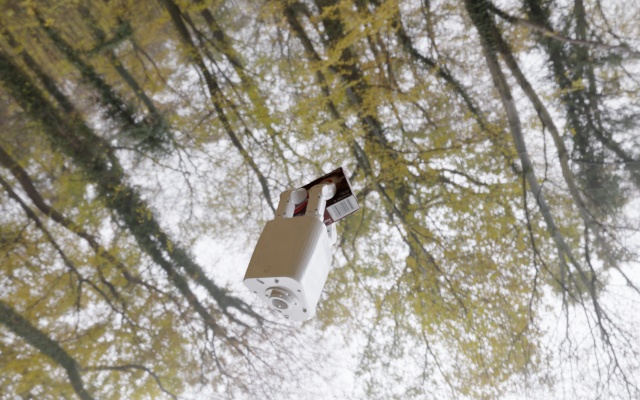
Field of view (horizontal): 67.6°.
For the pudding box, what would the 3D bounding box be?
[{"bbox_3d":[0.000,0.003,0.778,0.113,0.039,0.090,-25,35,6],"label":"pudding box"}]
